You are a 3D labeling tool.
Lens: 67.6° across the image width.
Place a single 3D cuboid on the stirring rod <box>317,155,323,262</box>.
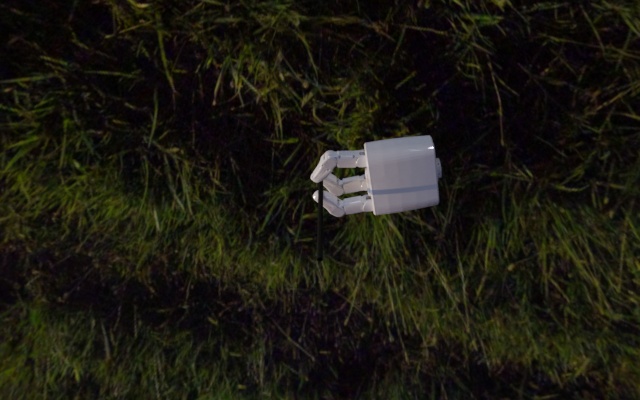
[{"bbox_3d":[0.000,0.002,0.739,0.011,0.011,0.239,0,40,1],"label":"stirring rod"}]
